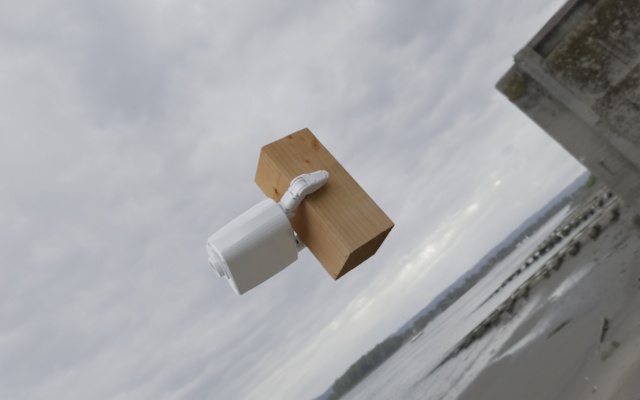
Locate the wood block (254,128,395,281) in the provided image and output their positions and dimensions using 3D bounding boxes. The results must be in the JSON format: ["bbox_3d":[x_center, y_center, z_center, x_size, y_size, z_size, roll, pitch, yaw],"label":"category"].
[{"bbox_3d":[0.000,0.002,0.715,0.090,0.206,0.091,-29,-22,-31],"label":"wood block"}]
